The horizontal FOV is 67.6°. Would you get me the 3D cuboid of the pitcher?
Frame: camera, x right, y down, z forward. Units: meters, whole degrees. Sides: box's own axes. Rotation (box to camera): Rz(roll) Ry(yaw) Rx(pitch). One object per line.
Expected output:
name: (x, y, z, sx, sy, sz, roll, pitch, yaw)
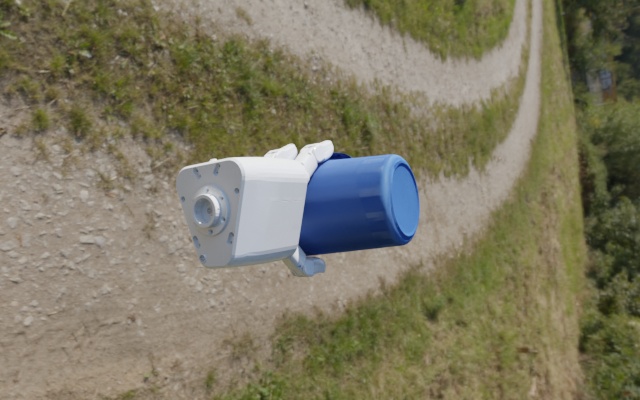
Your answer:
pitcher: (0.000, 0.002, 0.624, 0.243, 0.149, 0.145, -7, -4, 31)
